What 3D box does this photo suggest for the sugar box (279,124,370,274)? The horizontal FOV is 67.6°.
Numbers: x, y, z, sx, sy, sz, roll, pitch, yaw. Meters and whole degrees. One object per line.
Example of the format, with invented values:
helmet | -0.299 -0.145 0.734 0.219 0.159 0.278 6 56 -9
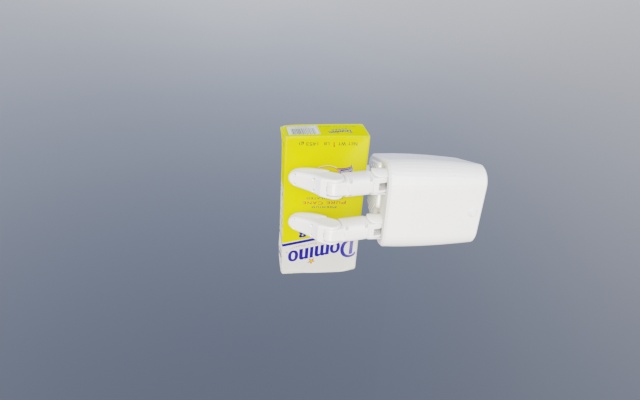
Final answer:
sugar box | 0.000 0.002 0.547 0.093 0.176 0.048 -2 27 -8
